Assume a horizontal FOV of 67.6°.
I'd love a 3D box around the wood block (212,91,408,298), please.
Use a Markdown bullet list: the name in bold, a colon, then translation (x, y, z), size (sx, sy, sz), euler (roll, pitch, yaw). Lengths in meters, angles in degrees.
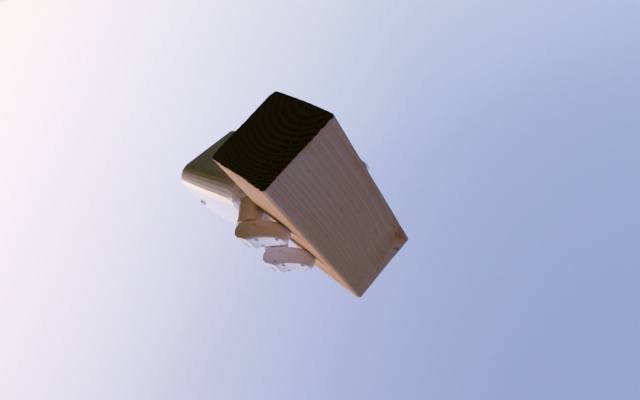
- **wood block**: translation (0.000, 0.001, 0.485), size (0.090, 0.091, 0.206), euler (31, -14, 42)
